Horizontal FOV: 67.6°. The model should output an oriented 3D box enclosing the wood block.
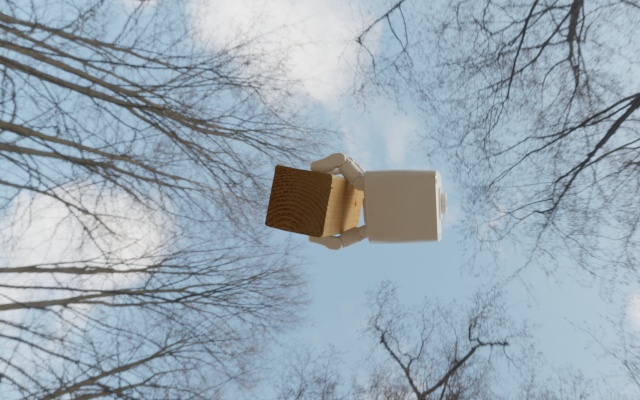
[{"bbox_3d":[0.000,0.003,0.757,0.090,0.091,0.206,11,2,18],"label":"wood block"}]
